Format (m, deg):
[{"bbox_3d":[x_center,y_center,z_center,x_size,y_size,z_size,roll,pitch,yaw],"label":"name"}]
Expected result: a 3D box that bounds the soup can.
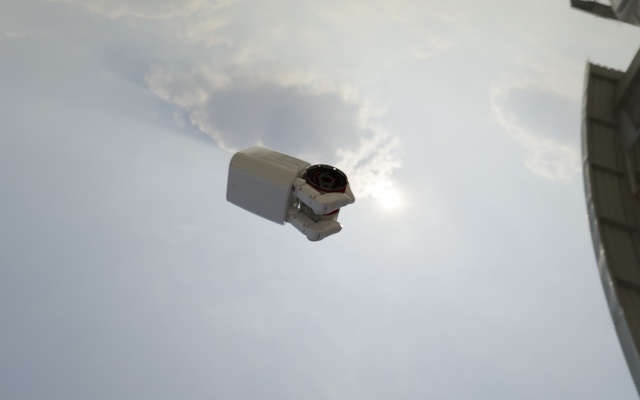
[{"bbox_3d":[0.001,0.003,0.765,0.068,0.102,0.068,9,36,-6],"label":"soup can"}]
